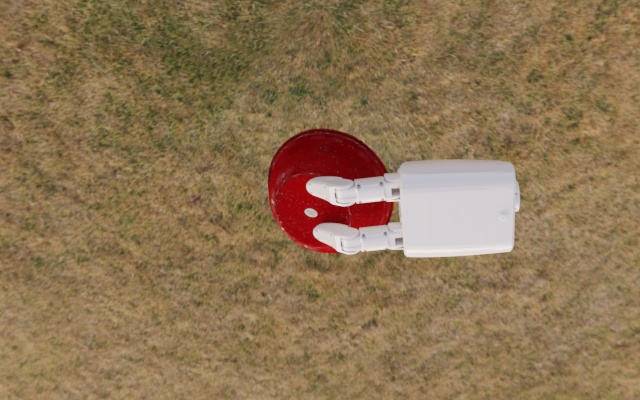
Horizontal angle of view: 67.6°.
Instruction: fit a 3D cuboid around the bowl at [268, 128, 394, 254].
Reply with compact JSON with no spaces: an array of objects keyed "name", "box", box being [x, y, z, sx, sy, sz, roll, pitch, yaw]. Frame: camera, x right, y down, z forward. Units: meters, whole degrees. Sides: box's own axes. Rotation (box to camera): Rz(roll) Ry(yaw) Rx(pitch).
[{"name":"bowl","box":[-0.001,0.002,0.552,0.162,0.162,0.055,0,23,23]}]
